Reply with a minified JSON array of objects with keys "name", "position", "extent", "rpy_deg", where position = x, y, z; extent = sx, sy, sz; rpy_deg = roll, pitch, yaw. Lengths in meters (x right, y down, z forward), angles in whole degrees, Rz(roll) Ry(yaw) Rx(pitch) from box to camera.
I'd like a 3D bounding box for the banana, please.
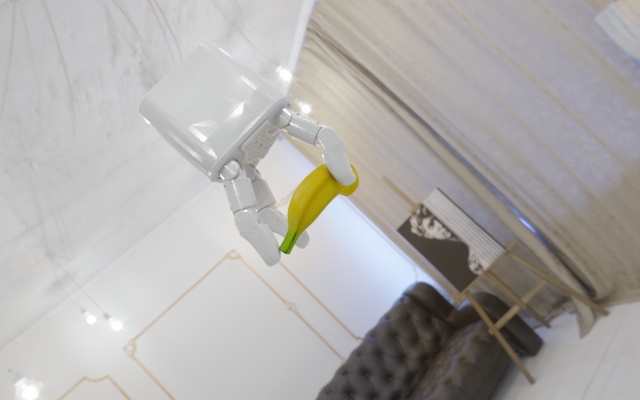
[{"name":"banana","position":[0.007,-0.011,0.518],"extent":[0.037,0.070,0.197],"rpy_deg":[35,28,10]}]
